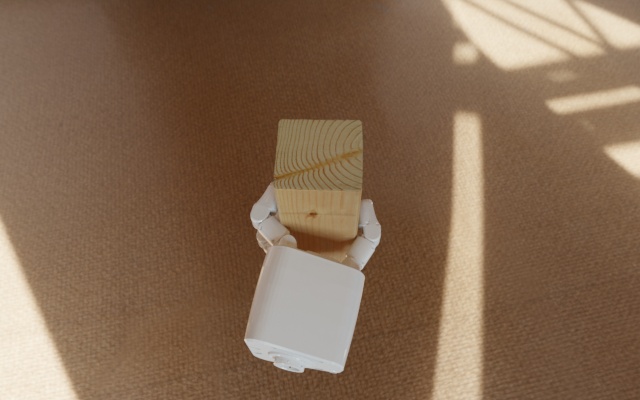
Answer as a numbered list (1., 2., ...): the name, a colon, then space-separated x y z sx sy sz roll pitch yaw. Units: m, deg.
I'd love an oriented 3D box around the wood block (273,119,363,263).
1. wood block: 0.000 0.002 0.577 0.091 0.090 0.206 2 -29 1
